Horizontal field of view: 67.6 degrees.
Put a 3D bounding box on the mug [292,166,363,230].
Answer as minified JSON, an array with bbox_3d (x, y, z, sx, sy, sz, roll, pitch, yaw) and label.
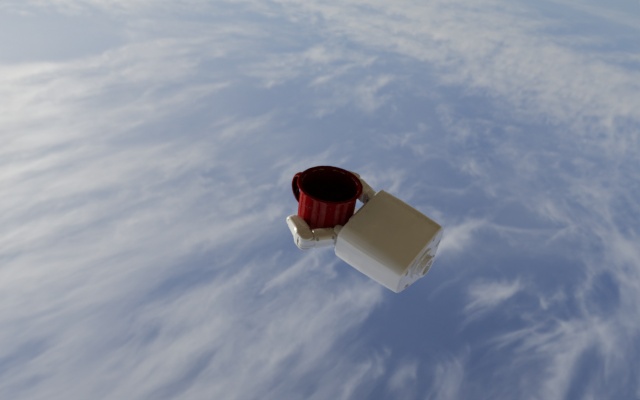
[{"bbox_3d":[-0.001,0.002,0.702,0.117,0.082,0.093,33,43,28],"label":"mug"}]
